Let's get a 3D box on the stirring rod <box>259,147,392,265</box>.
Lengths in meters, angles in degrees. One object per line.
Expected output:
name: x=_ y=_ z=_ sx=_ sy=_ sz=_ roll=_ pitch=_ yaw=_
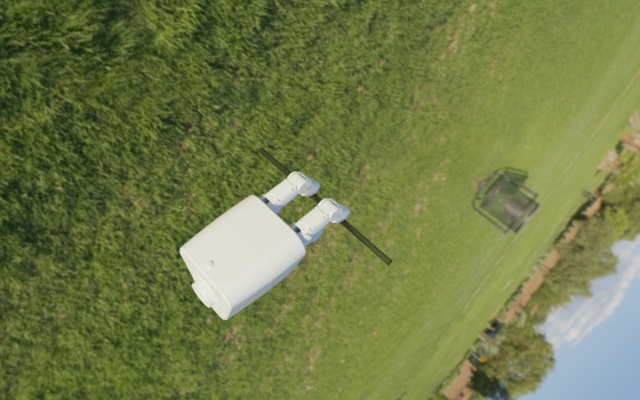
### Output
stirring rod: x=0.000 y=0.002 z=0.619 sx=0.239 sy=0.011 sz=0.011 roll=41 pitch=19 yaw=23
